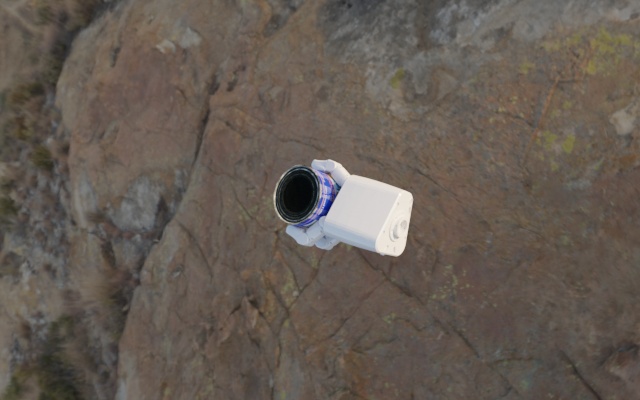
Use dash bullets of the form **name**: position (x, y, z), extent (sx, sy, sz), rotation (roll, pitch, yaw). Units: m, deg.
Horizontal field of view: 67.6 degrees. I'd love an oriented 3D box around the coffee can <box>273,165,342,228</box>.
- **coffee can**: position (0.000, 0.003, 0.852), extent (0.103, 0.103, 0.140), rotation (0, -11, 37)
